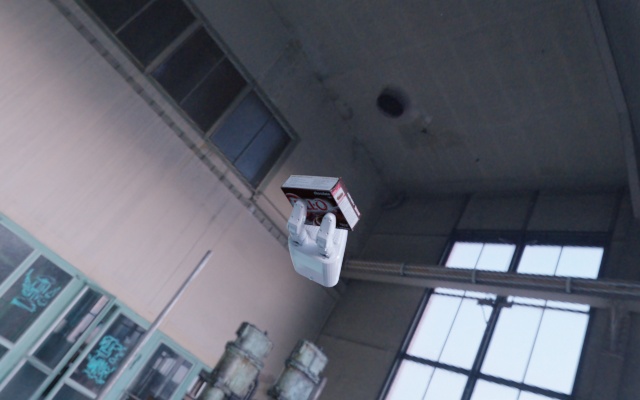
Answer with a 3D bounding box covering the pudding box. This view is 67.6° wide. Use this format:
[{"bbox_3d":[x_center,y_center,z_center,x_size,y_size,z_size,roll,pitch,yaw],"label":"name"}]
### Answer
[{"bbox_3d":[0.000,0.002,0.787,0.113,0.039,0.090,3,-43,40],"label":"pudding box"}]
